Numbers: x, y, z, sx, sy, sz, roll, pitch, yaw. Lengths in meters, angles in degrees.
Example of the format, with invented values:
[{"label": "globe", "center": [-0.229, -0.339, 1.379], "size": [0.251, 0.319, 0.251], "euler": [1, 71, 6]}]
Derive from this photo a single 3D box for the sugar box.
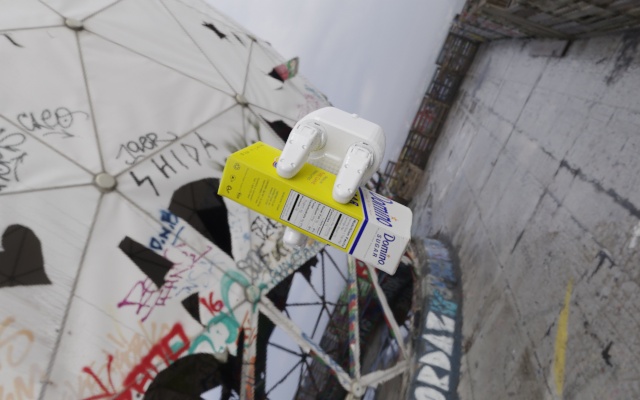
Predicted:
[{"label": "sugar box", "center": [0.000, 0.001, 0.459], "size": [0.176, 0.048, 0.093], "euler": [22, 19, 4]}]
